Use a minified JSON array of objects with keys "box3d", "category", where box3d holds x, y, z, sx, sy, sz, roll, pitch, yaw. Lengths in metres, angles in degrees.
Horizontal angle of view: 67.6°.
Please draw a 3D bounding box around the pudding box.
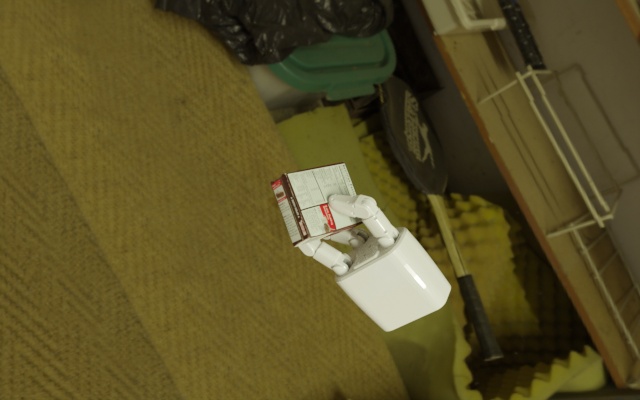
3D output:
[{"box3d":[0.000,0.002,0.626,0.113,0.090,0.039,-14,-11,-44],"category":"pudding box"}]
